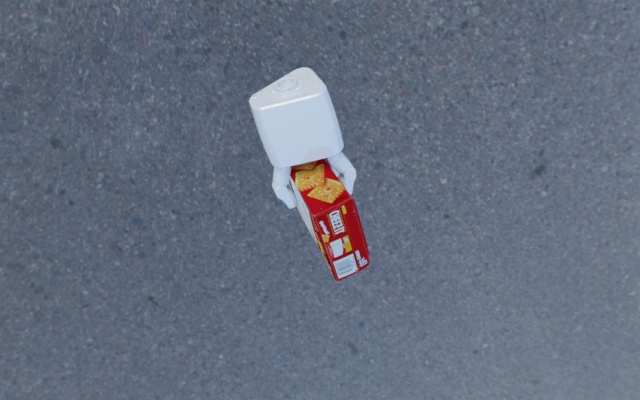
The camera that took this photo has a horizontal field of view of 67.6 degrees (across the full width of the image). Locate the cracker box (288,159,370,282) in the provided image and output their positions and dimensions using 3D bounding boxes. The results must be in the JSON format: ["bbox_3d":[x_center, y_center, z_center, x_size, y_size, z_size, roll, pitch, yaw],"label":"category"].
[{"bbox_3d":[0.000,0.003,0.800,0.072,0.164,0.213,-24,43,-6],"label":"cracker box"}]
